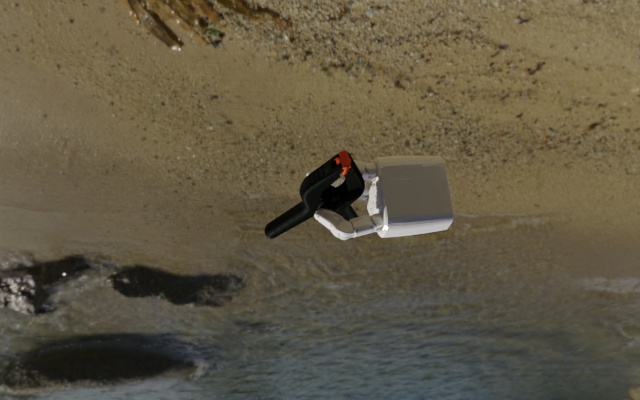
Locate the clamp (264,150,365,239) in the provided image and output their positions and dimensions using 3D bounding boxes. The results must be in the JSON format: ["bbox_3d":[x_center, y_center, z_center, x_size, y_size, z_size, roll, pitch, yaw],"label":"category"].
[{"bbox_3d":[0.001,0.003,0.706,0.164,0.036,0.210,-7,-30,-11],"label":"clamp"}]
